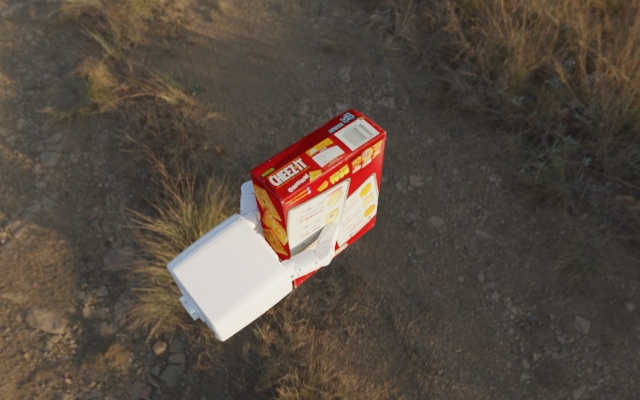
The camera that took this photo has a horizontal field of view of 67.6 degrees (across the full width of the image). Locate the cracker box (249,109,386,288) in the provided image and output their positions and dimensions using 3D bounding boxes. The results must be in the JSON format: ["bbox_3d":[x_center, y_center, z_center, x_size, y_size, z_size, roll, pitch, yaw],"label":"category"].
[{"bbox_3d":[0.000,0.002,0.647,0.164,0.072,0.214,-35,-29,-21],"label":"cracker box"}]
